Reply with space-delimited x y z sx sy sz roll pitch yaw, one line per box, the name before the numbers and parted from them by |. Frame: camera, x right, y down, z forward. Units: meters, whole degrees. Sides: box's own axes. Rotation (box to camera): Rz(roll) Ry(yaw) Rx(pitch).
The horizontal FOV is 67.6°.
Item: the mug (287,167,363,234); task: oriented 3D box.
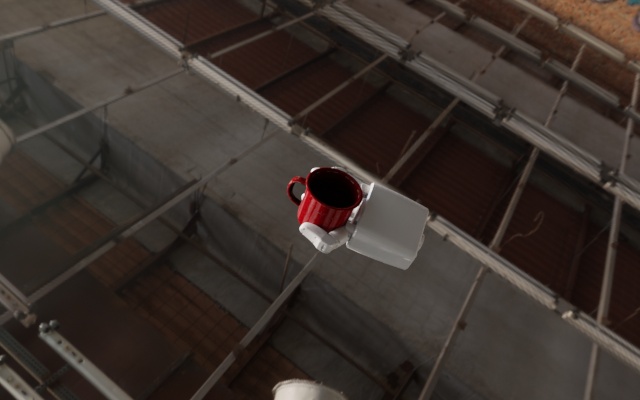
mug | -0.001 0.002 0.768 0.117 0.082 0.093 24 44 1
